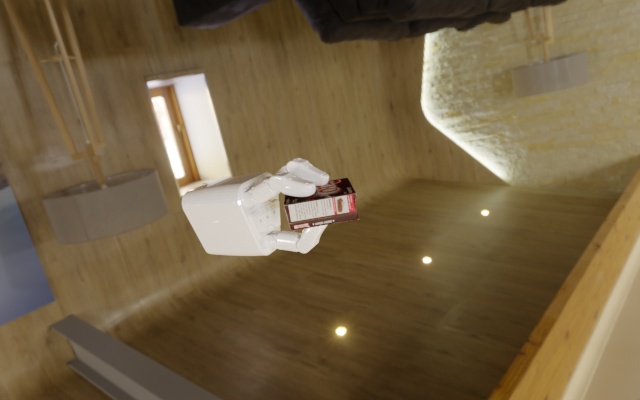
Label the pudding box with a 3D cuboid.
[{"bbox_3d":[0.000,0.002,0.628,0.090,0.039,0.113,-11,15,0],"label":"pudding box"}]
